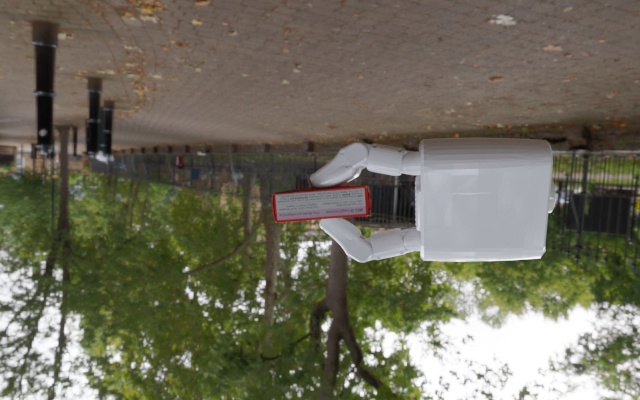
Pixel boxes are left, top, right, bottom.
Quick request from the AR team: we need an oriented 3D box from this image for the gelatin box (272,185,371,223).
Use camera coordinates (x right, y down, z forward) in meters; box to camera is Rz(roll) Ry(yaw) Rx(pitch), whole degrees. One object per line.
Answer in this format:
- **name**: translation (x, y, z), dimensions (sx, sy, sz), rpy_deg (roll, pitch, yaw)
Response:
- **gelatin box**: translation (0.000, 0.002, 0.460), dimensions (0.089, 0.030, 0.073), rpy_deg (-5, 2, -2)
